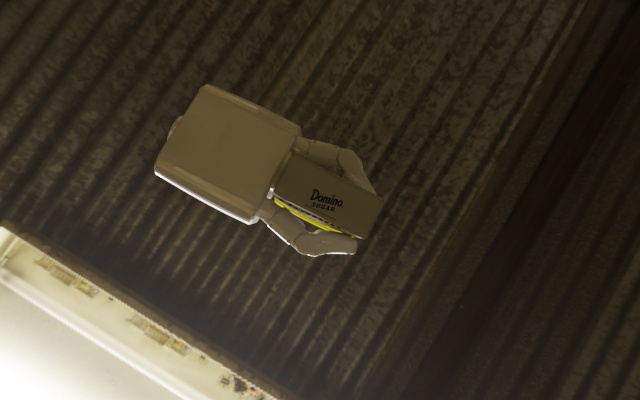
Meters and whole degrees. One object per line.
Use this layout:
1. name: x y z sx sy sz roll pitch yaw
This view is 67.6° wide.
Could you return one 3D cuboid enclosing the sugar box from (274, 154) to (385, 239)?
1. sugar box: 0.000 0.002 0.495 0.093 0.048 0.176 27 -3 -2
